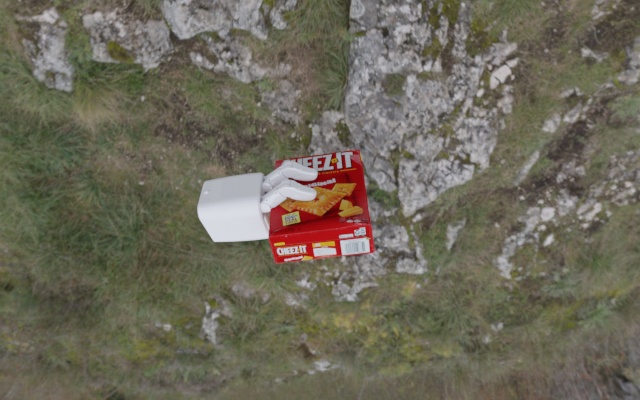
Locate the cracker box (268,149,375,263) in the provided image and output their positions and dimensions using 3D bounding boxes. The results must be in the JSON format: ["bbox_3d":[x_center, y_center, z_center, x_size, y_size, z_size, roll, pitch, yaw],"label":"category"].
[{"bbox_3d":[0.000,0.003,0.828,0.164,0.072,0.213,-7,40,4],"label":"cracker box"}]
